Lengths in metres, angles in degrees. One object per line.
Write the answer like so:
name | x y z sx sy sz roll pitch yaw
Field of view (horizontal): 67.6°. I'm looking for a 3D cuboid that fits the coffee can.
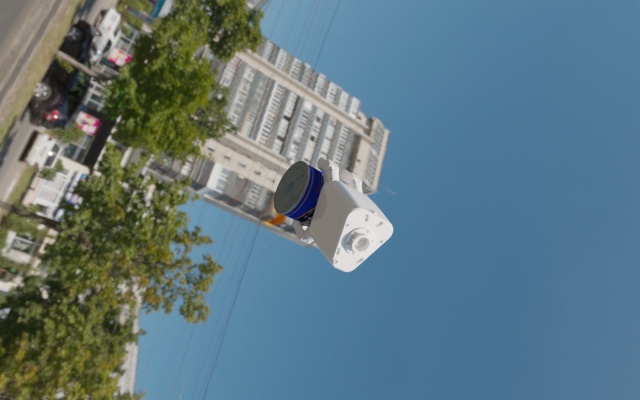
coffee can | 0.000 0.003 0.877 0.140 0.102 0.103 27 -14 -29
